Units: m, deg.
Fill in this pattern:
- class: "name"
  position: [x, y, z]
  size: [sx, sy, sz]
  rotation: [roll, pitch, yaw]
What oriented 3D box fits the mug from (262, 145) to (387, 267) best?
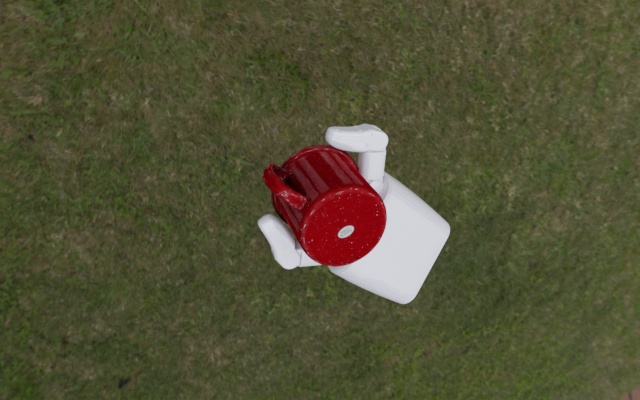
- class: "mug"
  position: [-0.001, 0.001, 0.431]
  size: [0.117, 0.093, 0.081]
  rotation: [29, 14, -31]
